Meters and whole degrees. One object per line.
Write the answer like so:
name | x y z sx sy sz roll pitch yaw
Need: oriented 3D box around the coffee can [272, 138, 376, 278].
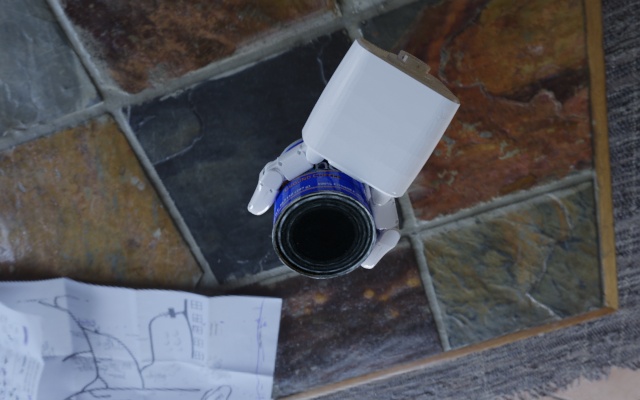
coffee can | 0.000 0.002 0.525 0.103 0.103 0.140 0 30 -4
